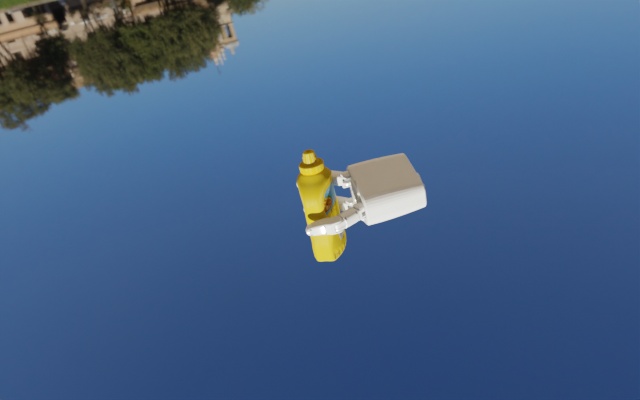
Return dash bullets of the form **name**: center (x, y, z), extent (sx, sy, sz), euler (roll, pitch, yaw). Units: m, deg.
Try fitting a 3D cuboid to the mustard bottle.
- **mustard bottle**: center (0.000, 0.003, 0.811), extent (0.058, 0.192, 0.096), euler (-3, 31, 17)
